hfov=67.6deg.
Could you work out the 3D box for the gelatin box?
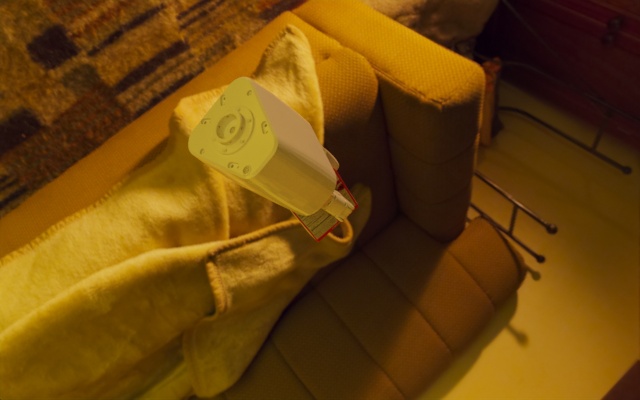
[{"bbox_3d":[0.000,0.002,0.604,0.030,0.073,0.089,44,-6,40],"label":"gelatin box"}]
